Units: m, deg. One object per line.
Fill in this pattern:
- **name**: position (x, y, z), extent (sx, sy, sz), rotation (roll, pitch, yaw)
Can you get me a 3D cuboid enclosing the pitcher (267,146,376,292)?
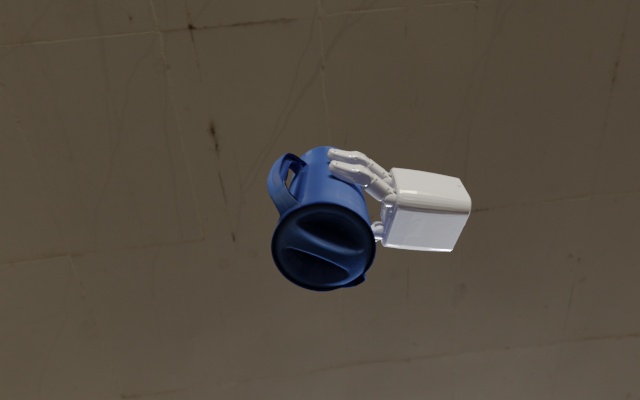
- **pitcher**: position (0.000, 0.002, 0.698), extent (0.145, 0.149, 0.242), rotation (5, 27, -2)
